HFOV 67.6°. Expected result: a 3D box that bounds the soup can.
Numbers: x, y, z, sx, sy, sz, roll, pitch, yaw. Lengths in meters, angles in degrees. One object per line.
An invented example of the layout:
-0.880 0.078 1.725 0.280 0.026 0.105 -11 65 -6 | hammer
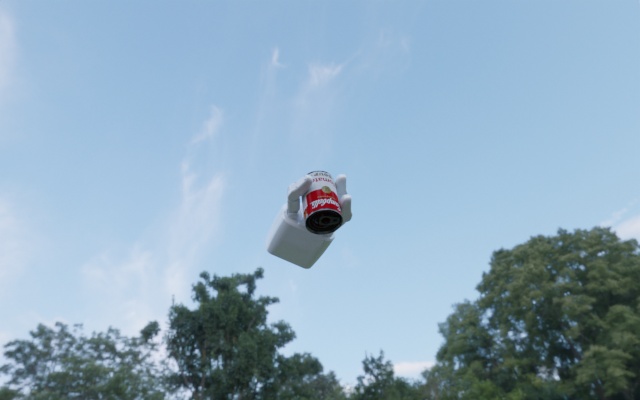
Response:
0.000 0.002 0.879 0.068 0.102 0.069 -5 -43 -5 | soup can
